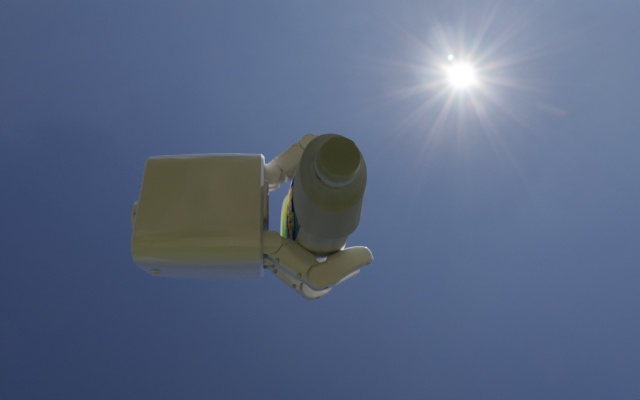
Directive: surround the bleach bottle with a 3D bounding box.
[{"bbox_3d":[0.000,0.002,0.435,0.068,0.102,0.251,2,-18,-6],"label":"bleach bottle"}]
